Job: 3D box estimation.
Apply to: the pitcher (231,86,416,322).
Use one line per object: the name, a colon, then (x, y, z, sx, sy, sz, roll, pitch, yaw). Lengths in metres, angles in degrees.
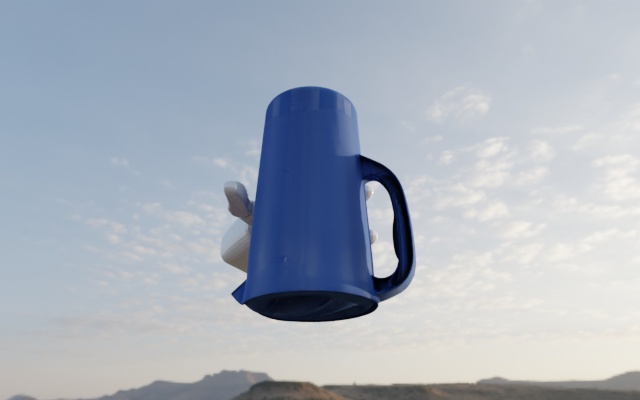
pitcher: (0.000, 0.002, 0.512, 0.149, 0.242, 0.145, 12, -28, -25)
